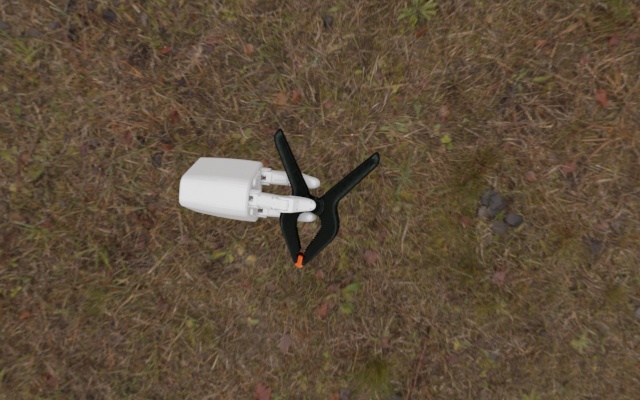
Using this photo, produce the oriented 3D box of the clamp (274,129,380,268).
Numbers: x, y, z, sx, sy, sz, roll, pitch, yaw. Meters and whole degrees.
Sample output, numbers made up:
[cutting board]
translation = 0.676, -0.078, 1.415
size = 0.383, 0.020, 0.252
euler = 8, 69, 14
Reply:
[clamp]
translation = 0.000, 0.003, 0.741
size = 0.164, 0.210, 0.036
euler = 7, 8, 4
